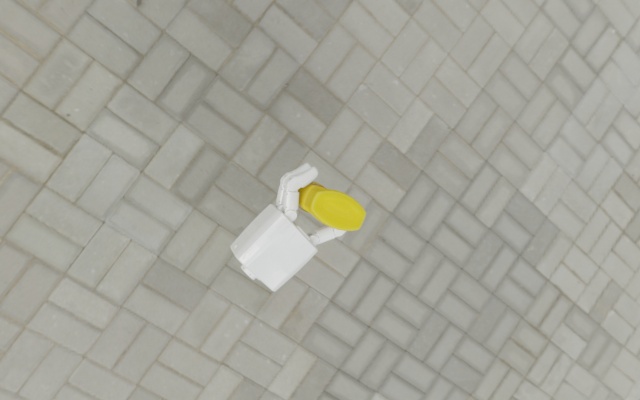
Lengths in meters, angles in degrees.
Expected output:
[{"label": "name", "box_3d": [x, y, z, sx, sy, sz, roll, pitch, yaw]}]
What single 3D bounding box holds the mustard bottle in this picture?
[{"label": "mustard bottle", "box_3d": [0.000, 0.002, 0.827, 0.096, 0.058, 0.191, 21, 1, -20]}]
